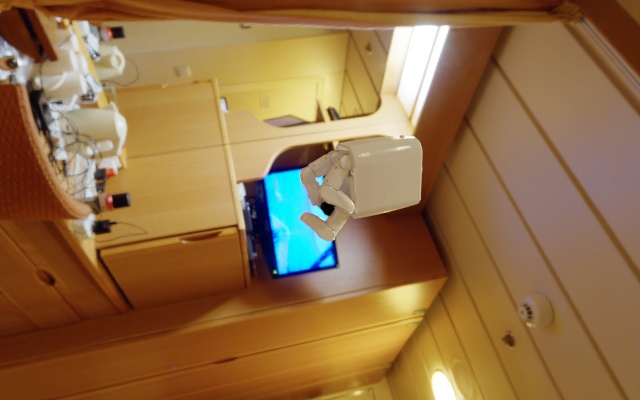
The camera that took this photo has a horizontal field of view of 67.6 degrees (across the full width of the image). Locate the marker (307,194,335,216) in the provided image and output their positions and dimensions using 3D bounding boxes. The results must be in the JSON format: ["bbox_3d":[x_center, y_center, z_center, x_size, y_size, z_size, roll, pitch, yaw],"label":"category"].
[{"bbox_3d":[0.000,0.002,0.756,0.020,0.020,0.121,0,12,-13],"label":"marker"}]
